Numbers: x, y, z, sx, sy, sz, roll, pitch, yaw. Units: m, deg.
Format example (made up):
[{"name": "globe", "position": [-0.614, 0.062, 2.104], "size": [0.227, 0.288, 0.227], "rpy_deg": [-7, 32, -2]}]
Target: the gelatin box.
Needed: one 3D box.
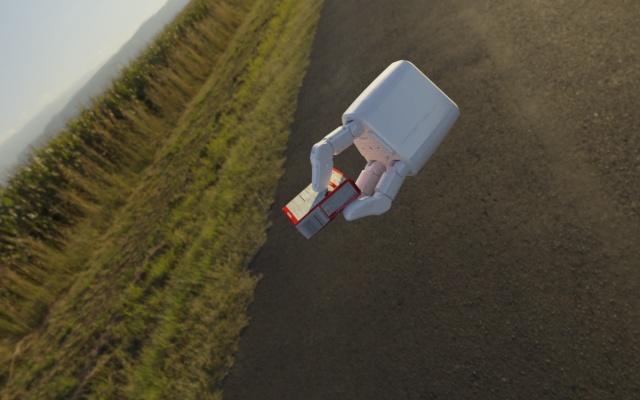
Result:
[{"name": "gelatin box", "position": [0.000, 0.002, 0.597], "size": [0.089, 0.030, 0.073], "rpy_deg": [-41, 22, -3]}]
